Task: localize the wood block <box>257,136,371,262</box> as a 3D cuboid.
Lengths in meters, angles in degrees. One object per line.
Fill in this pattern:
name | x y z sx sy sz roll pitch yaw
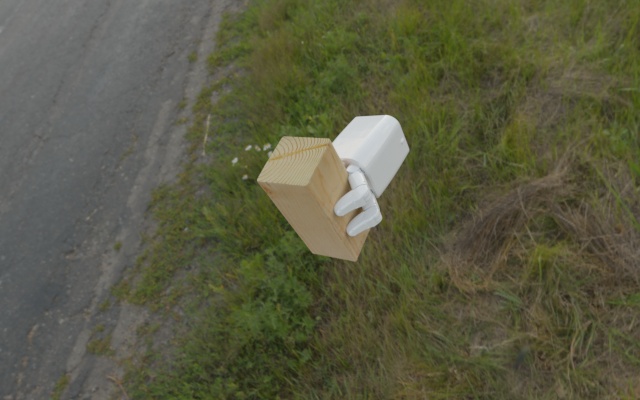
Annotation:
wood block | 0.000 0.002 0.758 0.091 0.090 0.206 8 -32 33
